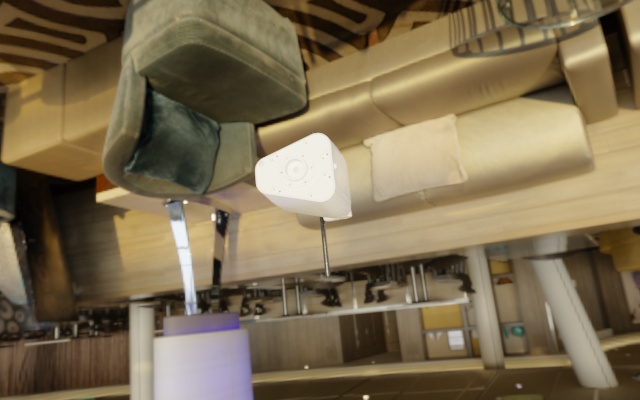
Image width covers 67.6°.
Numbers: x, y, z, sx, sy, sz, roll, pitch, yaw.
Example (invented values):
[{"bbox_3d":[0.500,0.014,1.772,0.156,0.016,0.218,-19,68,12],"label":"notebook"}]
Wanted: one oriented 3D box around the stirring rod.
[{"bbox_3d":[0.000,0.002,0.781,0.011,0.239,0.011,-5,-13,-1],"label":"stirring rod"}]
